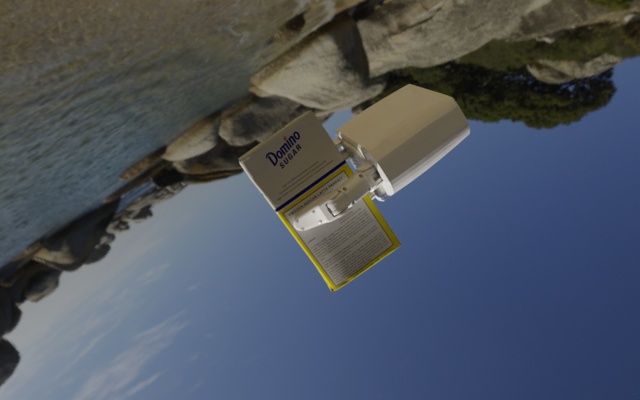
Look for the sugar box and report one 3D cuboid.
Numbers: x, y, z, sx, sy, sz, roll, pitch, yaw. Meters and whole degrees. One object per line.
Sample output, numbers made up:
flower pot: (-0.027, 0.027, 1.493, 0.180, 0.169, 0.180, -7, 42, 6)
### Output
sugar box: (0.000, 0.002, 0.515, 0.093, 0.176, 0.048, -35, 11, -3)
